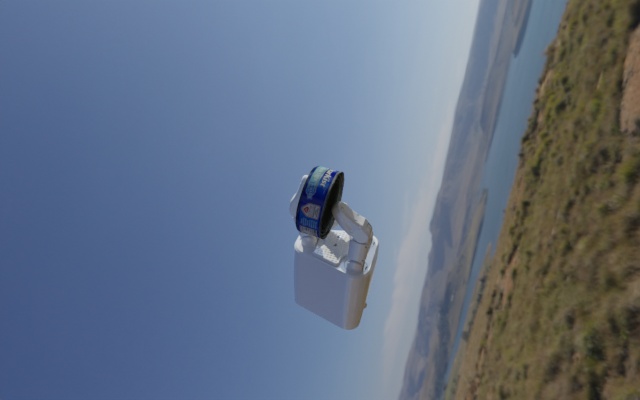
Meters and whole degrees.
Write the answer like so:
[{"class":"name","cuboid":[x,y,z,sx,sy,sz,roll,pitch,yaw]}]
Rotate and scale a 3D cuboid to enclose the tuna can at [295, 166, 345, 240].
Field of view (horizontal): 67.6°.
[{"class":"tuna can","cuboid":[0.000,0.002,0.581,0.034,0.086,0.086,16,3,12]}]
